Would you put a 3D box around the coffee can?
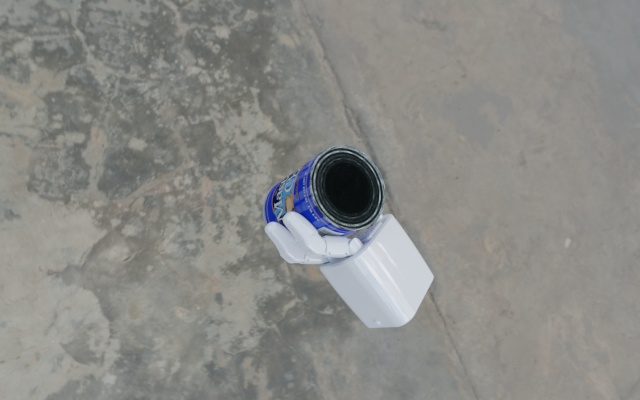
[{"bbox_3d":[0.000,0.002,0.605,0.103,0.102,0.140,0,-14,-29],"label":"coffee can"}]
